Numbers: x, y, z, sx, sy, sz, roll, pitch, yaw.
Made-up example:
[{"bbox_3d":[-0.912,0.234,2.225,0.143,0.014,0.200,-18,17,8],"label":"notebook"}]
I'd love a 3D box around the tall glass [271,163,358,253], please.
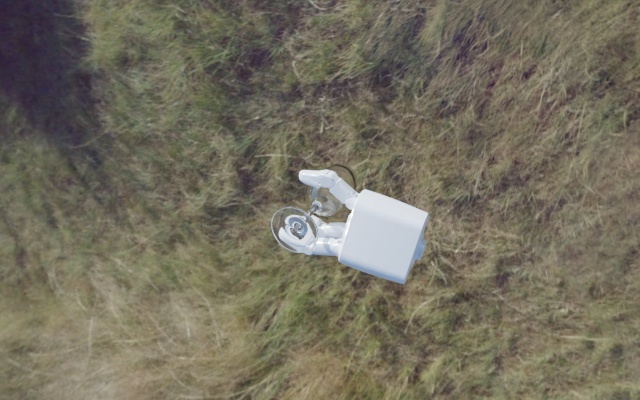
[{"bbox_3d":[0.000,0.003,0.767,0.079,0.079,0.201,0,24,24],"label":"tall glass"}]
